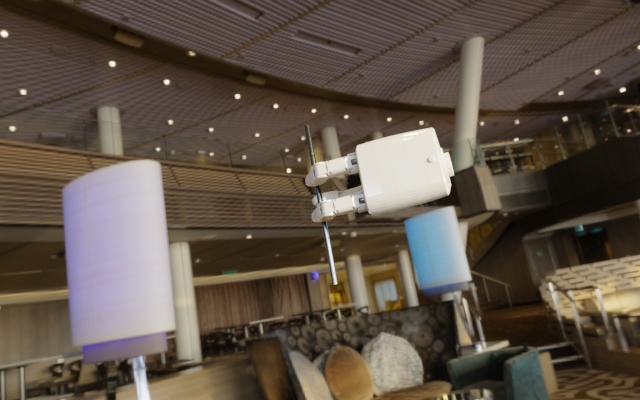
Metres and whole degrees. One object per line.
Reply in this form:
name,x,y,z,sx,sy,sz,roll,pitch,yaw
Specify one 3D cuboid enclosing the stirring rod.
stirring rod,0.000,0.002,0.698,0.011,0.239,0.011,-10,-13,-2
